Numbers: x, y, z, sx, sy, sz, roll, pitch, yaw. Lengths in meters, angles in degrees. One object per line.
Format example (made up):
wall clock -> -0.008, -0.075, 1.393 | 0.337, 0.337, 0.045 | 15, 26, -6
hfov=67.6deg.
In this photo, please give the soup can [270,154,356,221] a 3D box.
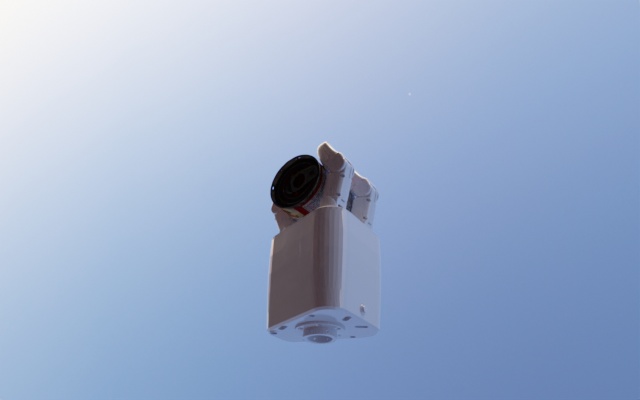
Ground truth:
soup can -> 0.000, 0.002, 0.555 | 0.068, 0.068, 0.102 | 0, -28, 40
